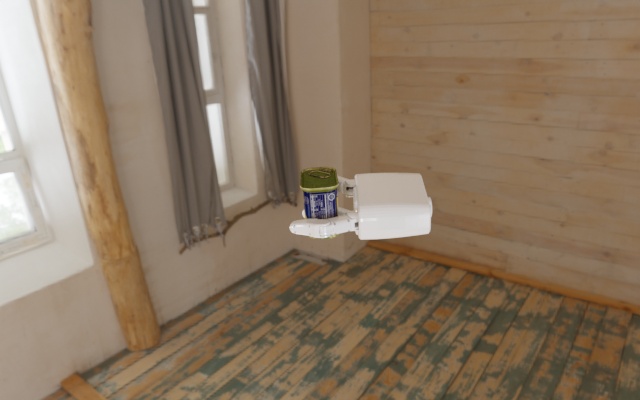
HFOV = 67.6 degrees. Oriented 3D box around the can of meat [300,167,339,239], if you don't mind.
[{"bbox_3d":[0.000,0.003,0.746,0.057,0.084,0.102,-4,21,-1],"label":"can of meat"}]
